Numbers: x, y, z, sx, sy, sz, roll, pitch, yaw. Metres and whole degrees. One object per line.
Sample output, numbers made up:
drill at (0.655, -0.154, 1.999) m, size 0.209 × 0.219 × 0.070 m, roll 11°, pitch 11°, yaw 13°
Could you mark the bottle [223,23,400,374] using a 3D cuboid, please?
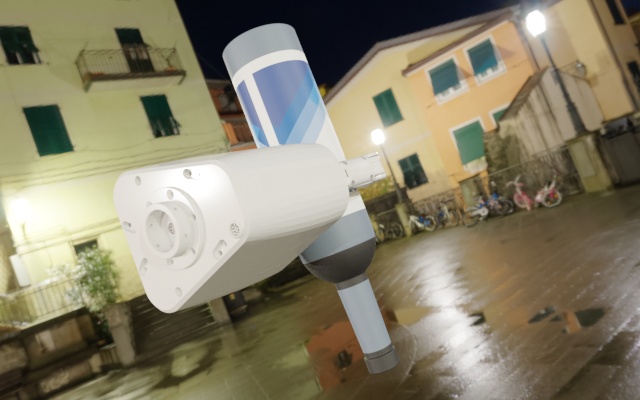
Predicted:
bottle at (0.000, 0.001, 0.405) m, size 0.069 × 0.295 × 0.069 m, roll -21°, pitch -4°, yaw -1°
